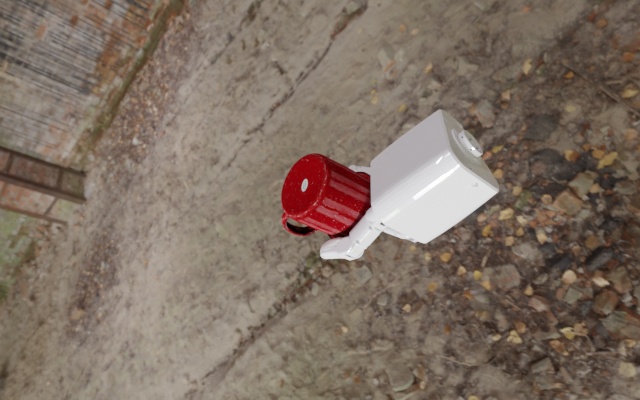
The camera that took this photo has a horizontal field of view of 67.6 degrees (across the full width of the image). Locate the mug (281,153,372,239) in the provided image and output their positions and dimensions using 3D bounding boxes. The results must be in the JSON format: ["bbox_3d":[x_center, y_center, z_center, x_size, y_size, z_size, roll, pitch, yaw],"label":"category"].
[{"bbox_3d":[-0.001,0.003,0.570,0.081,0.093,0.117,24,-52,-38],"label":"mug"}]
